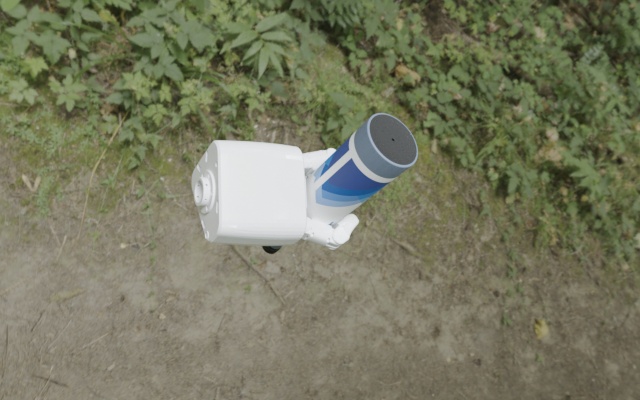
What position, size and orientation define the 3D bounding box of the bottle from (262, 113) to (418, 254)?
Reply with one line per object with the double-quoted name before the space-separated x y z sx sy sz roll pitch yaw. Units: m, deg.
"bottle" 0.000 0.002 0.602 0.069 0.069 0.296 0 -26 -35
